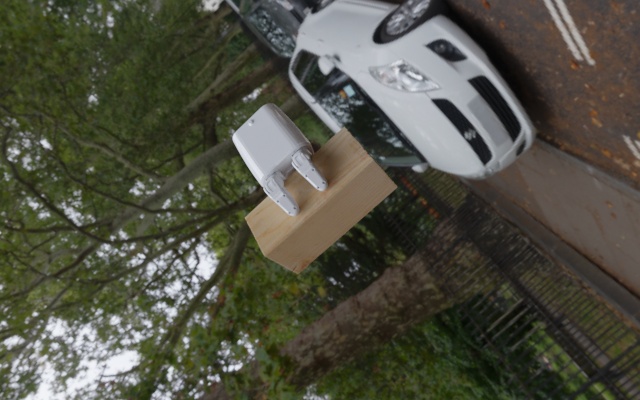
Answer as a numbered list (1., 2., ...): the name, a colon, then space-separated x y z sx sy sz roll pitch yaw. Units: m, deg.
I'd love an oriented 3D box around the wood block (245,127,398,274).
1. wood block: 0.000 0.002 0.725 0.091 0.206 0.090 38 13 -49
